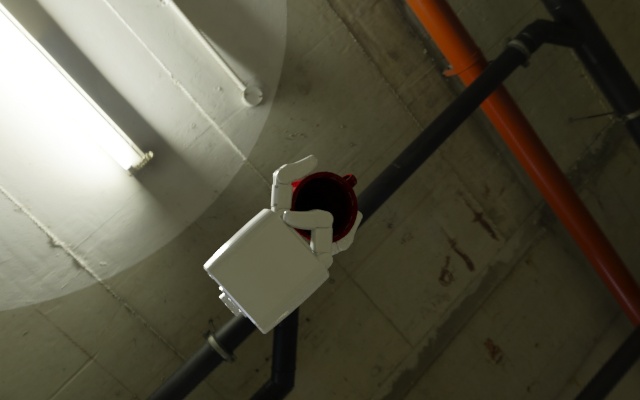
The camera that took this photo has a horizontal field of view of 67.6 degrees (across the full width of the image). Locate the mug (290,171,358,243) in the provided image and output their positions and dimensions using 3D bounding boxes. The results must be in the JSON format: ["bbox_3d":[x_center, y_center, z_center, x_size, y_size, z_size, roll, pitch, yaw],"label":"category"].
[{"bbox_3d":[0.001,0.001,0.650,0.117,0.093,0.081,-42,14,-16],"label":"mug"}]
